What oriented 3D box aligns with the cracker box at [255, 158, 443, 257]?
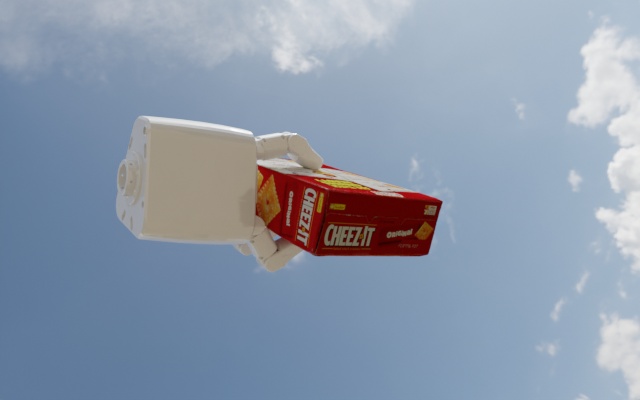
[{"bbox_3d":[0.000,0.002,0.547,0.164,0.072,0.213,4,12,-38],"label":"cracker box"}]
